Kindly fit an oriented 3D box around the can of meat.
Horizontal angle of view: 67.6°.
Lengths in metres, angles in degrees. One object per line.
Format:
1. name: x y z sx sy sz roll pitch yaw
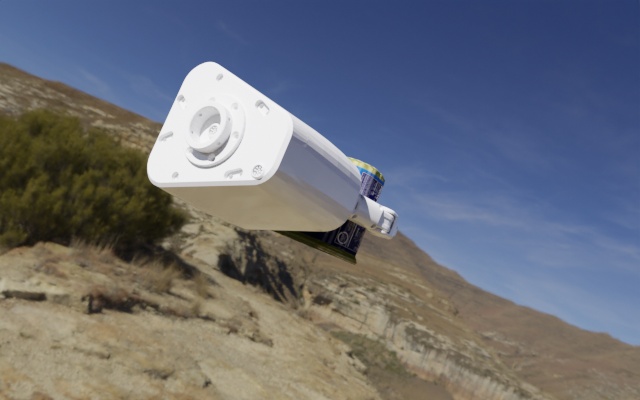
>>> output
1. can of meat: 0.000 0.001 0.442 0.102 0.084 0.057 18 -7 34
